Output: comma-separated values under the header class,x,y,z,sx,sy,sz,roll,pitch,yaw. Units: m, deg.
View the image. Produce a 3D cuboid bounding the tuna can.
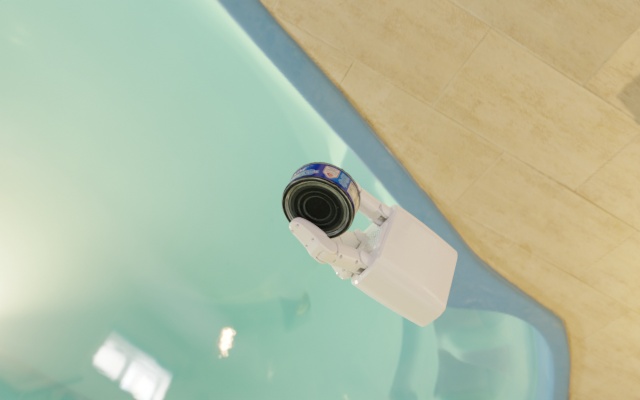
class,x,y,z,sx,sy,sz,roll,pitch,yaw
tuna can,0.000,0.002,0.539,0.086,0.086,0.033,0,33,19
